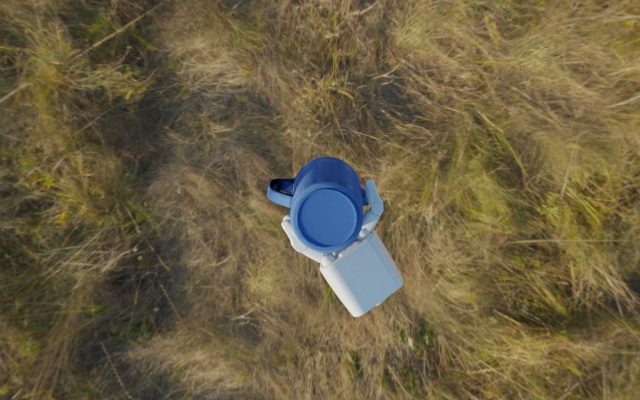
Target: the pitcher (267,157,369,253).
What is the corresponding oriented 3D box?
[{"bbox_3d":[0.000,0.003,0.805,0.149,0.145,0.242,-33,8,7],"label":"pitcher"}]
